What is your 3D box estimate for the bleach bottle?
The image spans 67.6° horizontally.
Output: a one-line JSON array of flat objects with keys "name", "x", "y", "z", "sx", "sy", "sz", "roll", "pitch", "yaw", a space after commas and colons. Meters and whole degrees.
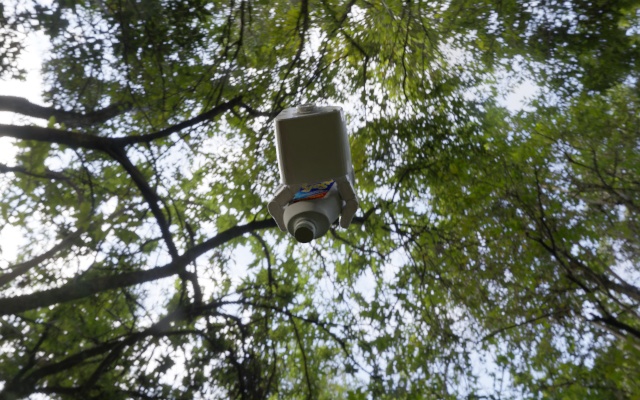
[{"name": "bleach bottle", "x": 0.000, "y": 0.003, "z": 0.805, "sx": 0.102, "sy": 0.068, "sz": 0.250, "roll": -4, "pitch": 22, "yaw": 9}]
